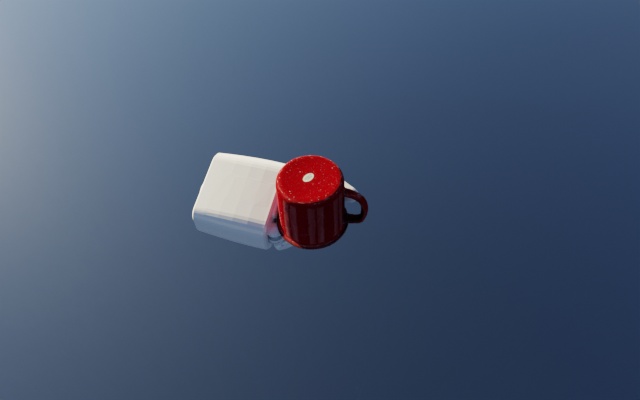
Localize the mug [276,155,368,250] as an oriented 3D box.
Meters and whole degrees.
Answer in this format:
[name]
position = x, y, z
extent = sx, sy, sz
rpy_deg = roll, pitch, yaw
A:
[mug]
position = 0.001, 0.002, 0.583
extent = 0.117, 0.093, 0.082
rpy_deg = 11, -38, 11
